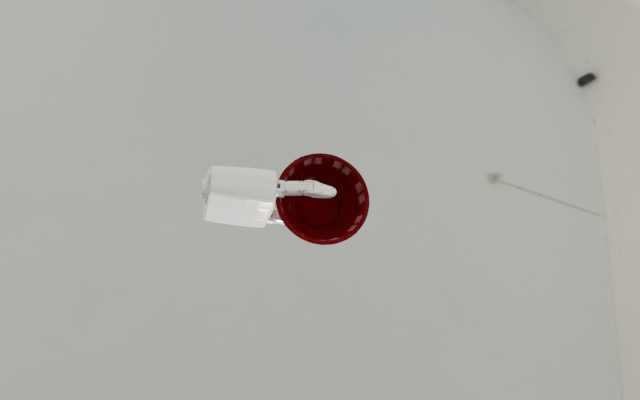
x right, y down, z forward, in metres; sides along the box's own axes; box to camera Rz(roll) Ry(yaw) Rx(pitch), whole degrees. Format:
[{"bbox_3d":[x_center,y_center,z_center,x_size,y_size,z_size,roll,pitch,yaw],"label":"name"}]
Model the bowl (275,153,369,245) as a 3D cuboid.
[{"bbox_3d":[0.001,0.003,0.825,0.162,0.162,0.055,0,-17,-10],"label":"bowl"}]
